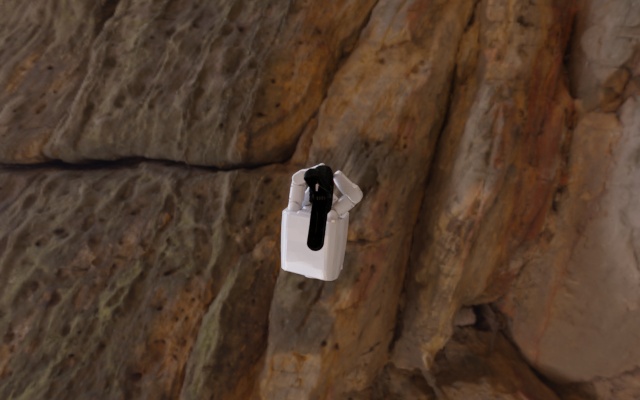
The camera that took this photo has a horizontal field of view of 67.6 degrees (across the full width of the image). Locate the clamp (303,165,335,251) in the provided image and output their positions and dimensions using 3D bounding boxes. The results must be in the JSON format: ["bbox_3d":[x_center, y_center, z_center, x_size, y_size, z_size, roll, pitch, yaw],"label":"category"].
[{"bbox_3d":[0.000,0.002,0.730,0.039,0.120,0.171,7,12,9],"label":"clamp"}]
